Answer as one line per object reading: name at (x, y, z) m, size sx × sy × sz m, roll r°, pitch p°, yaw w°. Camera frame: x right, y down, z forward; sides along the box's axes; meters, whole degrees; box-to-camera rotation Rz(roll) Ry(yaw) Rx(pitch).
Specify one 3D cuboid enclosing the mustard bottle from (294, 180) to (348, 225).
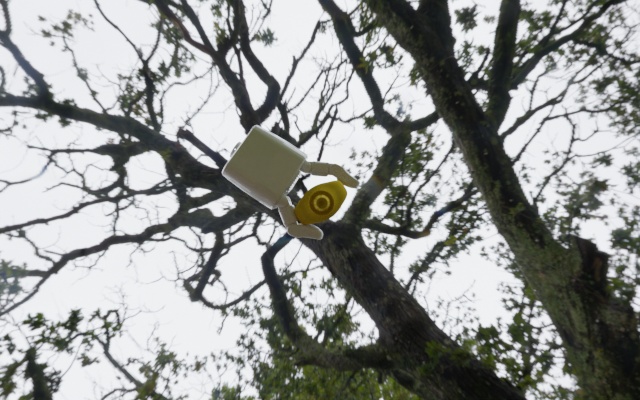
mustard bottle at (0.000, 0.003, 0.818) m, size 0.096 × 0.058 × 0.191 m, roll -32°, pitch 1°, yaw -1°
